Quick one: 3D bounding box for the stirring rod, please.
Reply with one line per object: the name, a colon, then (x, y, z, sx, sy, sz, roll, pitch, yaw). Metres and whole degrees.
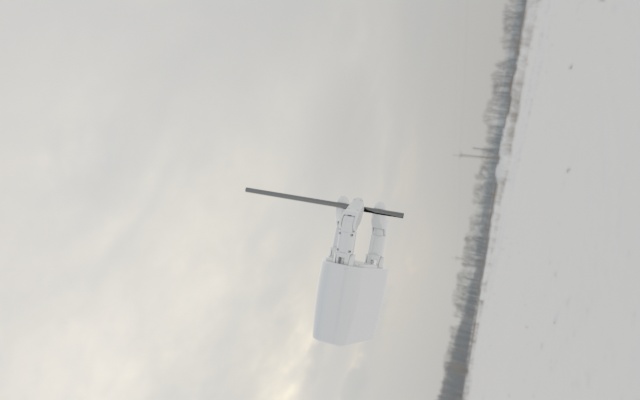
stirring rod: (0.000, 0.002, 0.688, 0.239, 0.011, 0.011, 9, 3, 18)
